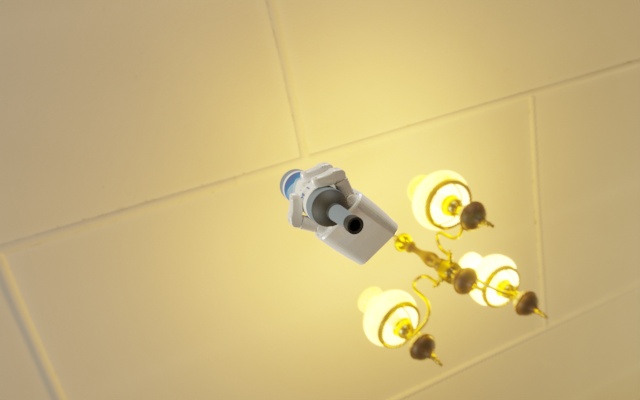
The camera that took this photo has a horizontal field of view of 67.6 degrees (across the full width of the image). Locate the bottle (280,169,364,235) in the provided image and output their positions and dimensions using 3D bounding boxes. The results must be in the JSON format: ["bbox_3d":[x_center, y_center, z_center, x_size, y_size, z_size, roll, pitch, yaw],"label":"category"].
[{"bbox_3d":[0.000,0.003,0.834,0.069,0.069,0.295,0,14,-21],"label":"bottle"}]
